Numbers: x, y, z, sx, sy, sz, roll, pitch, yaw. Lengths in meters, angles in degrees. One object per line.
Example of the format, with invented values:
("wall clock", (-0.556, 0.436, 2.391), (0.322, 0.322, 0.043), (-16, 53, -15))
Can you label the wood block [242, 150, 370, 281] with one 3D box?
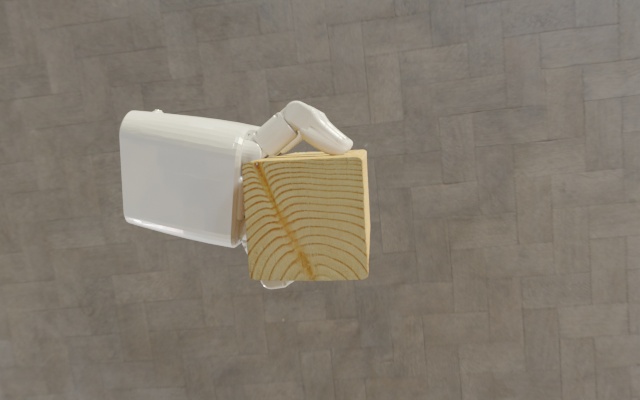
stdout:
("wood block", (0.000, 0.002, 0.444), (0.090, 0.091, 0.206), (-2, 8, 7))
